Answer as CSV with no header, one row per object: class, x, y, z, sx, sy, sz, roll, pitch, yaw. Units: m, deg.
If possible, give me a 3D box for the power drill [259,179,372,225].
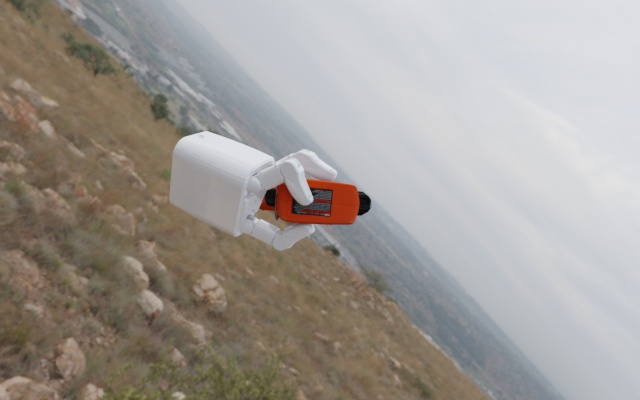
power drill,0.000,0.002,0.691,0.184,0.057,0.187,3,0,-8
